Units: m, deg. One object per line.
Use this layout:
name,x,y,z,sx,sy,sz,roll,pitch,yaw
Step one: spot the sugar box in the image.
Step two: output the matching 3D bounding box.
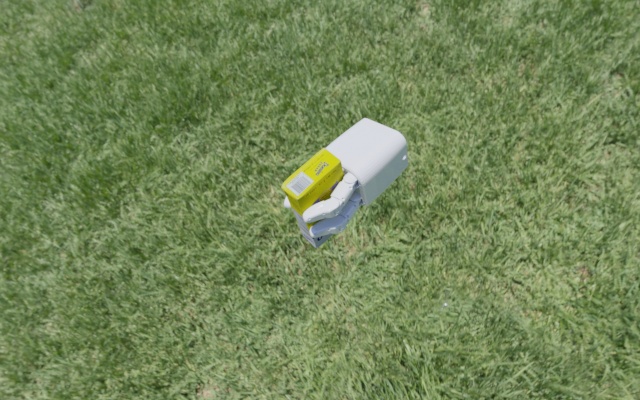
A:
sugar box,0.001,0.003,0.784,0.048,0.093,0.176,41,-15,30
